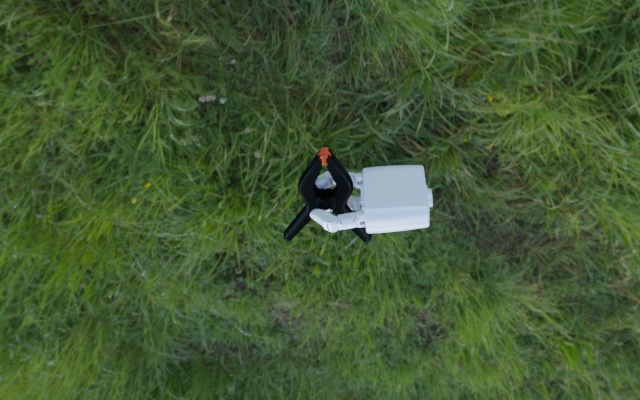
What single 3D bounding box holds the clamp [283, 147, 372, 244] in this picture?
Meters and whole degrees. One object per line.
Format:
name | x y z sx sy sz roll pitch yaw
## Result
clamp | 0.000 0.003 0.842 0.164 0.210 0.036 -6 39 7
